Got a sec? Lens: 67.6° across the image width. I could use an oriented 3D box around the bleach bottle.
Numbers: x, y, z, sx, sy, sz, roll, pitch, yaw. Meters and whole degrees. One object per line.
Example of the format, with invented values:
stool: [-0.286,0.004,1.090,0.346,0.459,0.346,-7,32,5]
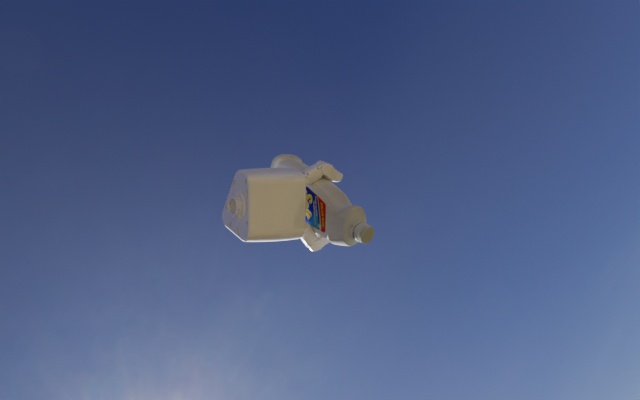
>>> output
bleach bottle: [0.000,0.003,0.827,0.068,0.102,0.250,-2,22,-39]
